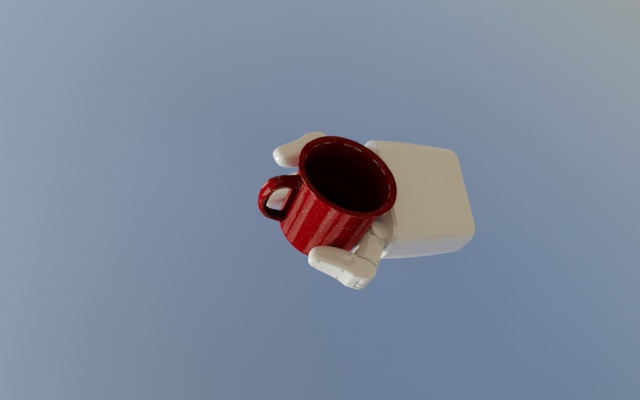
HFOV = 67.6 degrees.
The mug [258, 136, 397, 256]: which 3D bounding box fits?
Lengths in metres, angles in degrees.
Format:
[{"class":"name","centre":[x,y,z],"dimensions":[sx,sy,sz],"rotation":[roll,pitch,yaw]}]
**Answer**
[{"class":"mug","centre":[-0.001,0.002,0.435],"dimensions":[0.117,0.093,0.081],"rotation":[1,-38,-26]}]
